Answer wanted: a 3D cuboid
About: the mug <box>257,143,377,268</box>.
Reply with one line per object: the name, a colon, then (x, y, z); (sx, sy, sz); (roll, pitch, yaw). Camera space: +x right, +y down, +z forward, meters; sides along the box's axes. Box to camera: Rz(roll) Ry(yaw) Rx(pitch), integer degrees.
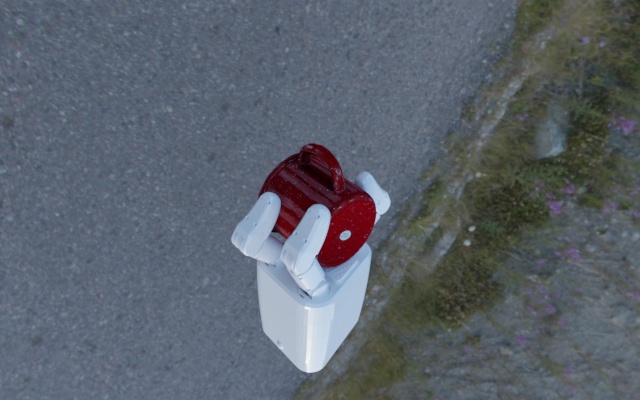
mug: (0.000, 0.000, 0.454); (0.093, 0.117, 0.081); (-24, 44, -34)
